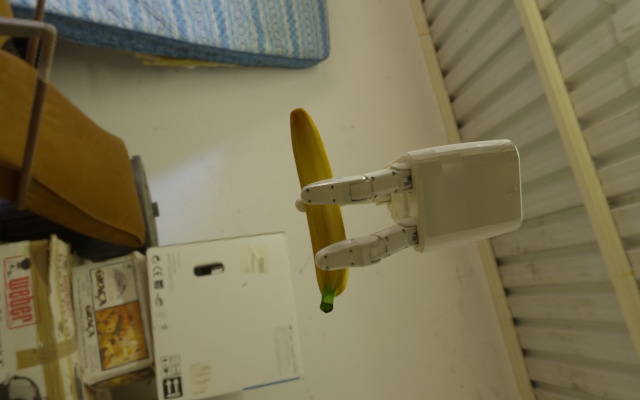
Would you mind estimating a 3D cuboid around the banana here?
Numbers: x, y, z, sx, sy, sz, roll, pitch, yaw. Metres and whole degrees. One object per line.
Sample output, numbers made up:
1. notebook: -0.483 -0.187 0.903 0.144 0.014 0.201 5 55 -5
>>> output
1. banana: 0.002 0.008 0.475 0.037 0.197 0.069 -11 -11 1
